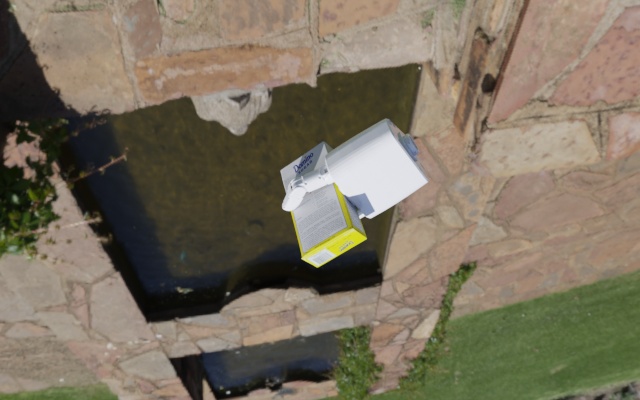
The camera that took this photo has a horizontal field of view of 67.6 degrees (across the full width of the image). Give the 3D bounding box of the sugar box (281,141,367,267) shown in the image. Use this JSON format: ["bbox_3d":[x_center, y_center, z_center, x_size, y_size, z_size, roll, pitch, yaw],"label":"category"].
[{"bbox_3d":[0.001,0.003,0.726,0.093,0.176,0.048,-32,-42,20],"label":"sugar box"}]
